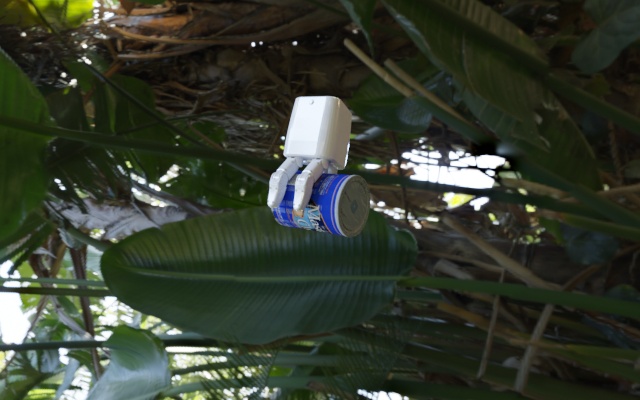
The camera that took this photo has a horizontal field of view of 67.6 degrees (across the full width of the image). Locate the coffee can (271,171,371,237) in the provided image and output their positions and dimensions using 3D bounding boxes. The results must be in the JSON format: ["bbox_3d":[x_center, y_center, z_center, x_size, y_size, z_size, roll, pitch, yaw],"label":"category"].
[{"bbox_3d":[0.000,0.003,0.820,0.140,0.103,0.103,7,4,35],"label":"coffee can"}]
